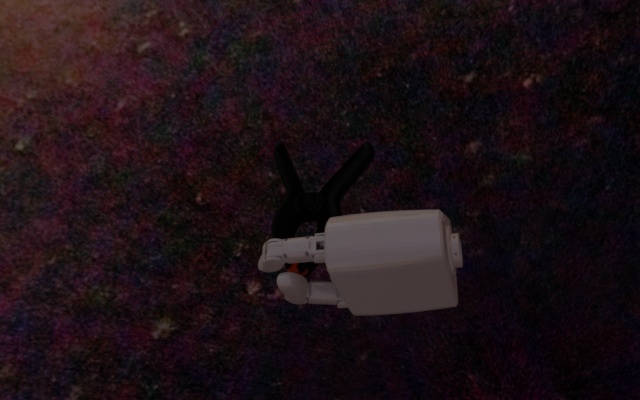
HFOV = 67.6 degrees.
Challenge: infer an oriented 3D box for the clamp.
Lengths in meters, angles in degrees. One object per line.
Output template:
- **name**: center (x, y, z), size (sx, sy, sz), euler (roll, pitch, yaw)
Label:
- **clamp**: center (0.000, 0.002, 0.524), size (0.120, 0.171, 0.039), euler (-8, -27, 19)
